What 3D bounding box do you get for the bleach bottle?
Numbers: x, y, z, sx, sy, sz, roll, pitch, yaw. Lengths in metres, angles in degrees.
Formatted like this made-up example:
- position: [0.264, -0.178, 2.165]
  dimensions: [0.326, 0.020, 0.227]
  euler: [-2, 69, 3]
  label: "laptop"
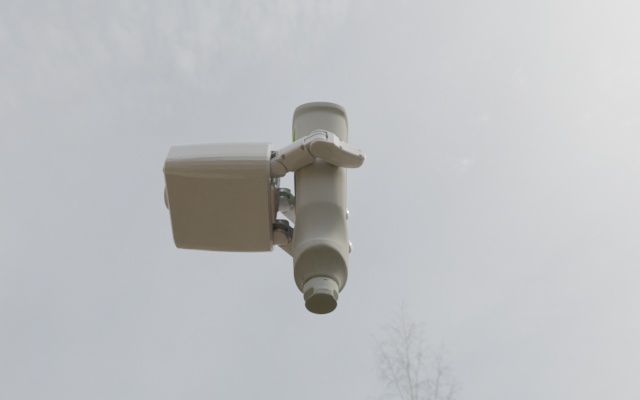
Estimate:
- position: [0.000, 0.002, 0.497]
  dimensions: [0.068, 0.103, 0.250]
  euler: [0, 40, 0]
  label: "bleach bottle"
